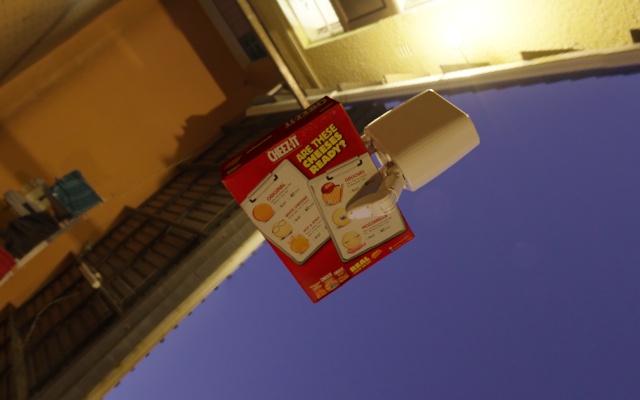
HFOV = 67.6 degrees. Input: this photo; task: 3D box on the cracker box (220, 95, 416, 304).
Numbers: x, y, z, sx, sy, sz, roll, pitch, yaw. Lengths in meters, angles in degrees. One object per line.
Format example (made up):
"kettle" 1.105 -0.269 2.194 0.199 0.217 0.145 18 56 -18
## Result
"cracker box" 0.000 0.002 0.610 0.164 0.214 0.072 -33 25 -1
